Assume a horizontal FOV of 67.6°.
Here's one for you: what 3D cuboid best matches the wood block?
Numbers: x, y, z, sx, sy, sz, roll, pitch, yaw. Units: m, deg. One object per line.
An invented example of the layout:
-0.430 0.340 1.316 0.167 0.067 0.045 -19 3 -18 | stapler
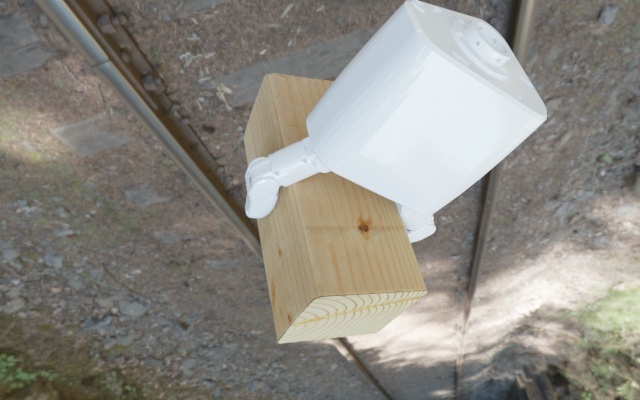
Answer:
0.000 0.001 0.403 0.091 0.206 0.090 2 -34 -24 | wood block
